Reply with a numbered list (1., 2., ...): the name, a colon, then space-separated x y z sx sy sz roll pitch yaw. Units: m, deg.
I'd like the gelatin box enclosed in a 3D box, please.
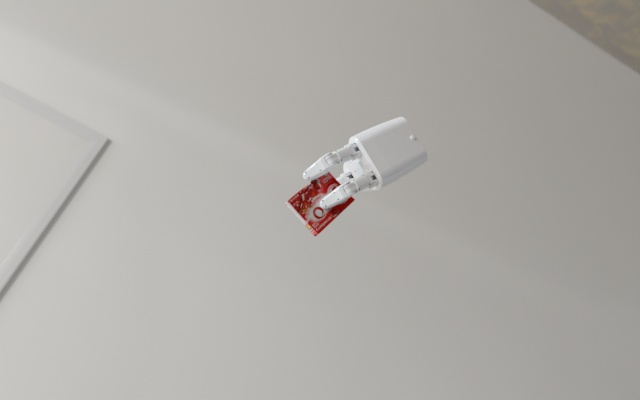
1. gelatin box: 0.000 0.003 0.779 0.089 0.073 0.030 -41 -2 -18
